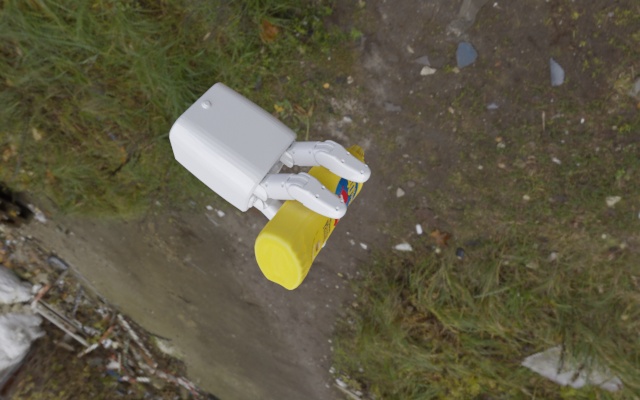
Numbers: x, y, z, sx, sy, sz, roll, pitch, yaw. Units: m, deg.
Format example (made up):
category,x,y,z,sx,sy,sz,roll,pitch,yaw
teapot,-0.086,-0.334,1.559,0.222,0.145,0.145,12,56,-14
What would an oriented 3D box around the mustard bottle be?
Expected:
category,x,y,z,sx,sy,sz,roll,pitch,yaw
mustard bottle,0.000,0.002,0.541,0.058,0.191,0.096,23,-36,17
